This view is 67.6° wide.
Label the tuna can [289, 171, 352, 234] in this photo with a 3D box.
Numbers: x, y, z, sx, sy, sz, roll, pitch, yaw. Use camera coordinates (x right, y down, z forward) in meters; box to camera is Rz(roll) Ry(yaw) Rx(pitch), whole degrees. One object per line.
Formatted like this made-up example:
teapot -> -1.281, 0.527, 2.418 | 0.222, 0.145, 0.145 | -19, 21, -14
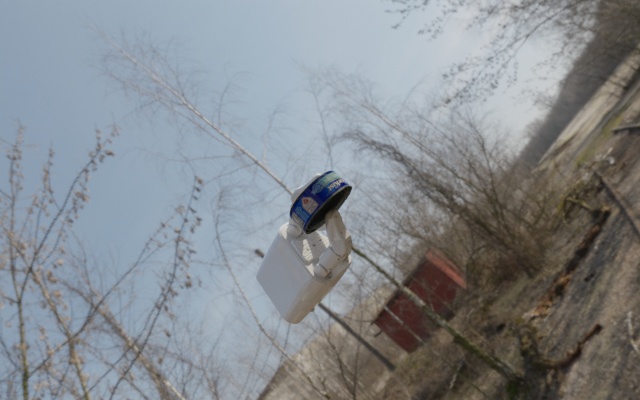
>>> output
tuna can -> 0.000, 0.002, 0.625 | 0.033, 0.086, 0.086 | 44, 12, 13
